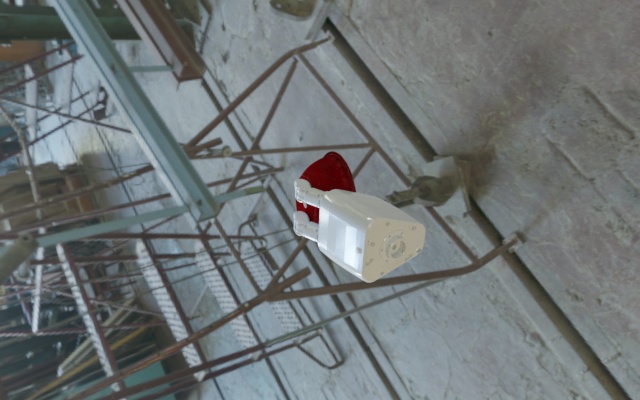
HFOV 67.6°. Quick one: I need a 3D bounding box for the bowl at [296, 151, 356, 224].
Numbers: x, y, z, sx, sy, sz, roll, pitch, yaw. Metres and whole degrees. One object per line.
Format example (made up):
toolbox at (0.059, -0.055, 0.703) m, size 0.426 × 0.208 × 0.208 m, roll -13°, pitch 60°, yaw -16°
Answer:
bowl at (-0.001, 0.002, 0.772) m, size 0.055 × 0.162 × 0.162 m, roll -6°, pitch 2°, yaw -22°
